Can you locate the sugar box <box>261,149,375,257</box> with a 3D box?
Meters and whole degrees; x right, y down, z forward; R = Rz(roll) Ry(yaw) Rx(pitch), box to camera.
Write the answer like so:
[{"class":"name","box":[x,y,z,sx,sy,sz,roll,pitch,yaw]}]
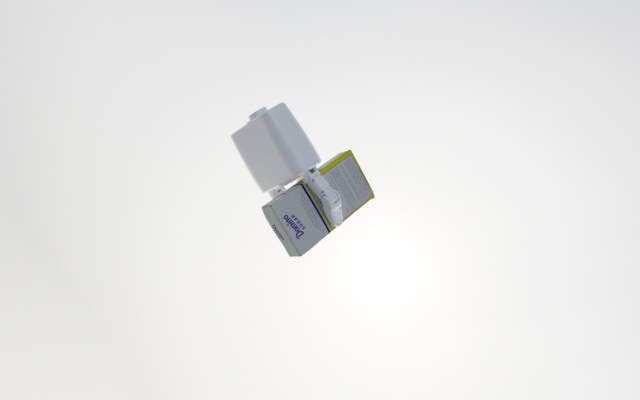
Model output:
[{"class":"sugar box","box":[0.000,0.002,0.751,0.176,0.093,0.048,-35,12,-28]}]
